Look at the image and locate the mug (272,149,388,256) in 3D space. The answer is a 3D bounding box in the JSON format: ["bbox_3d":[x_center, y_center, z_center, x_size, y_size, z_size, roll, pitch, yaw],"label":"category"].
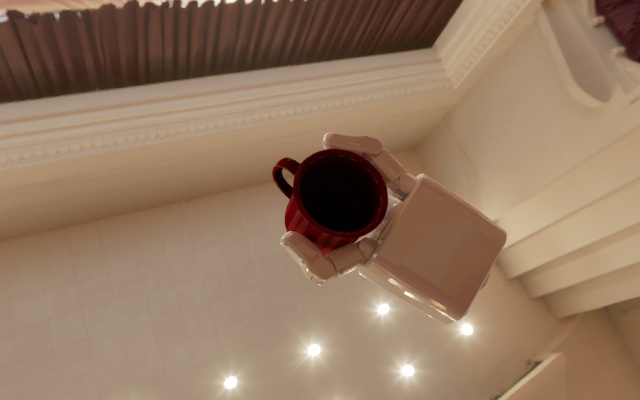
[{"bbox_3d":[-0.001,0.001,0.480,0.117,0.093,0.081,34,-29,2],"label":"mug"}]
